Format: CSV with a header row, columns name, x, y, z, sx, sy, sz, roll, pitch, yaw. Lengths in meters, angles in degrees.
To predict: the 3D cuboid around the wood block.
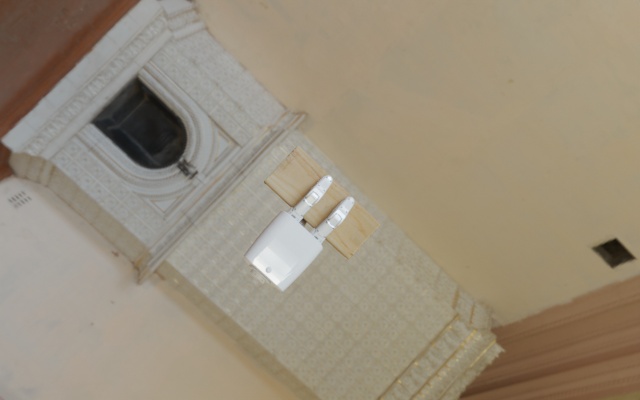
name,x,y,z,sx,sy,sz,roll,pitch,yaw
wood block,0.000,0.003,0.890,0.206,0.090,0.091,44,-4,-7
